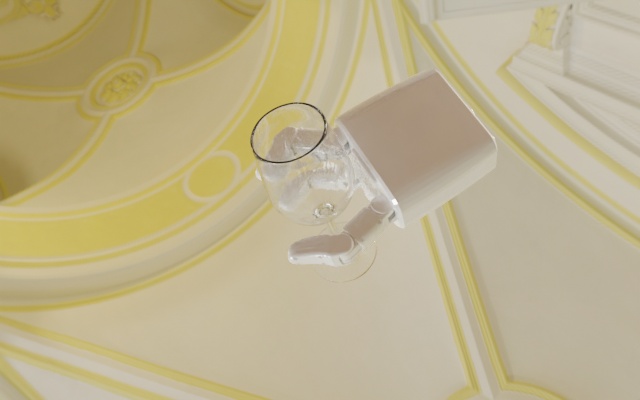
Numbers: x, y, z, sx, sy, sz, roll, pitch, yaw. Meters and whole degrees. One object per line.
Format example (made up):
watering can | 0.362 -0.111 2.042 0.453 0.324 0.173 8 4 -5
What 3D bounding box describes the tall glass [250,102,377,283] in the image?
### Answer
tall glass | 0.000 0.002 0.443 0.079 0.079 0.201 0 -33 18
